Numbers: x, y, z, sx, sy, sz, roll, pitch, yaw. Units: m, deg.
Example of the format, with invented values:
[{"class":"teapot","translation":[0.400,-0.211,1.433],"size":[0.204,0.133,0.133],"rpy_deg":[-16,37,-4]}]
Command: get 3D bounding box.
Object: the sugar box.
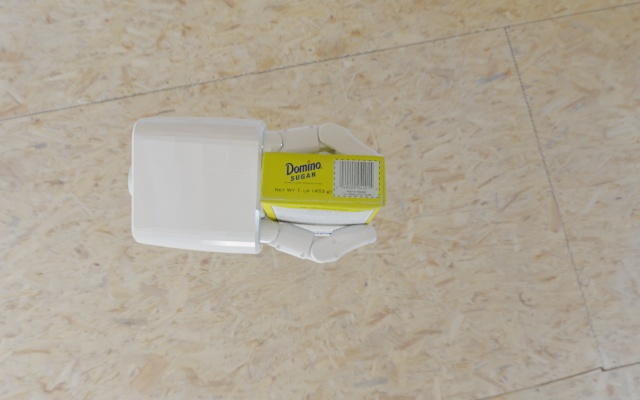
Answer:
[{"class":"sugar box","translation":[0.000,0.001,0.433],"size":[0.093,0.048,0.176],"rpy_deg":[3,-9,-2]}]
